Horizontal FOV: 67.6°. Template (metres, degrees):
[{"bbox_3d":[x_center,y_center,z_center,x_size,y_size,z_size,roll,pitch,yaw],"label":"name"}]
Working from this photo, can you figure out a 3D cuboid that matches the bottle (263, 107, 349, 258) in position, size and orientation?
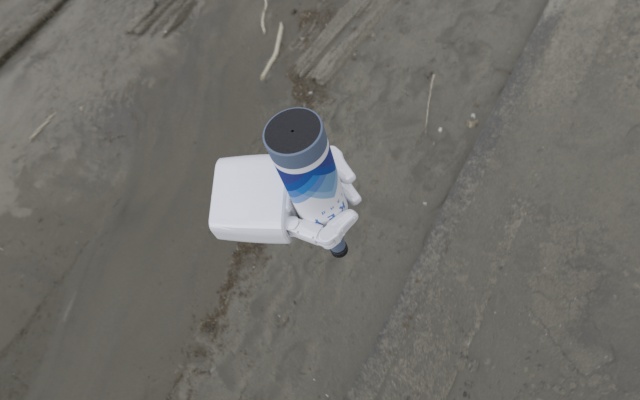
[{"bbox_3d":[0.000,0.002,0.627,0.069,0.069,0.296,0,-31,14],"label":"bottle"}]
